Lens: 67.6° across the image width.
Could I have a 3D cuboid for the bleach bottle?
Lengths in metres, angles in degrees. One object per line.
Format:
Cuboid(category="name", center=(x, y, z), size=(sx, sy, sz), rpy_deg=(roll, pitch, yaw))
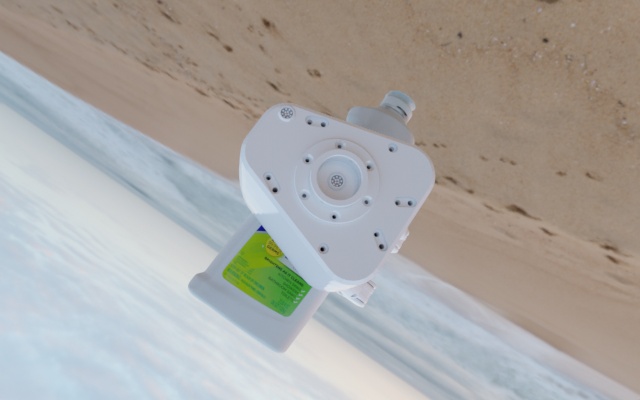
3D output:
Cuboid(category="bleach bottle", center=(0.000, 0.001, 0.424), size=(0.102, 0.251, 0.068), rpy_deg=(35, -12, 1))
